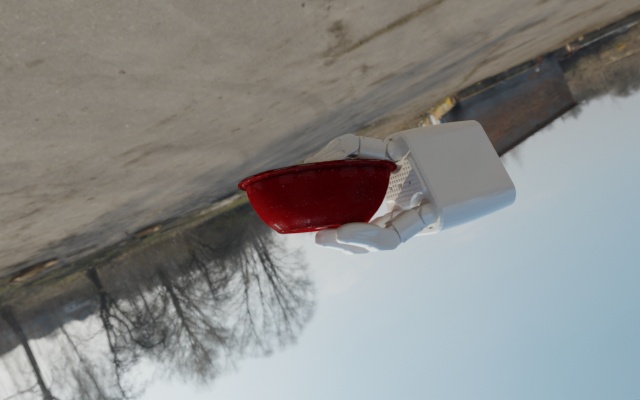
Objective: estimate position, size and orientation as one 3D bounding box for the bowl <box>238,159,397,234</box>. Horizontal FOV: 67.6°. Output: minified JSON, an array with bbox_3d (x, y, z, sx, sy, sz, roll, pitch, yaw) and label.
[{"bbox_3d":[-0.001,0.002,0.482,0.162,0.055,0.162,-7,-6,-1],"label":"bowl"}]
